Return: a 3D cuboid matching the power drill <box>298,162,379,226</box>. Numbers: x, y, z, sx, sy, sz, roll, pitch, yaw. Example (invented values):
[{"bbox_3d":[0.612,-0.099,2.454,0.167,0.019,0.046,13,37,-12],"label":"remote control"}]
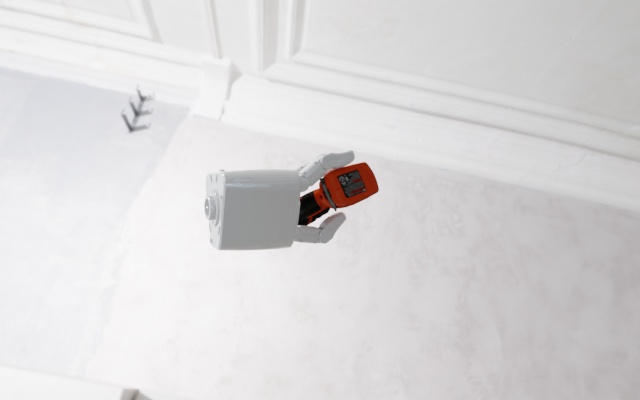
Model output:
[{"bbox_3d":[0.000,0.002,0.763,0.188,0.057,0.184,-29,-4,42],"label":"power drill"}]
